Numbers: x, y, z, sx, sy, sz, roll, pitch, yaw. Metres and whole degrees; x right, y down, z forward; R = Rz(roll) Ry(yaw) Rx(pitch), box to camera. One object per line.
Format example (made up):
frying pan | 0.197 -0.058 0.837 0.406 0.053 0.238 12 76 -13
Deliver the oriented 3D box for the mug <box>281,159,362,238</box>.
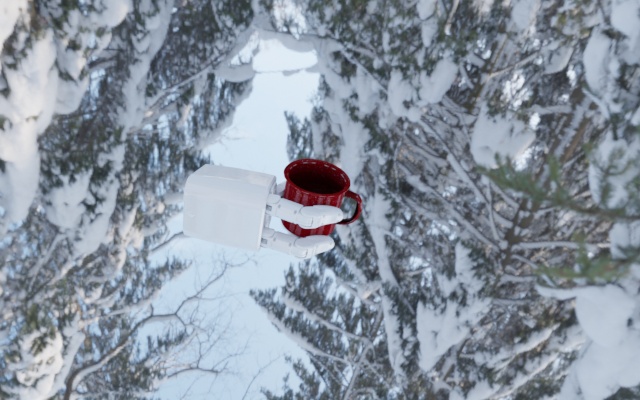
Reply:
mug | 0.001 0.003 0.672 0.117 0.081 0.093 13 34 -1
